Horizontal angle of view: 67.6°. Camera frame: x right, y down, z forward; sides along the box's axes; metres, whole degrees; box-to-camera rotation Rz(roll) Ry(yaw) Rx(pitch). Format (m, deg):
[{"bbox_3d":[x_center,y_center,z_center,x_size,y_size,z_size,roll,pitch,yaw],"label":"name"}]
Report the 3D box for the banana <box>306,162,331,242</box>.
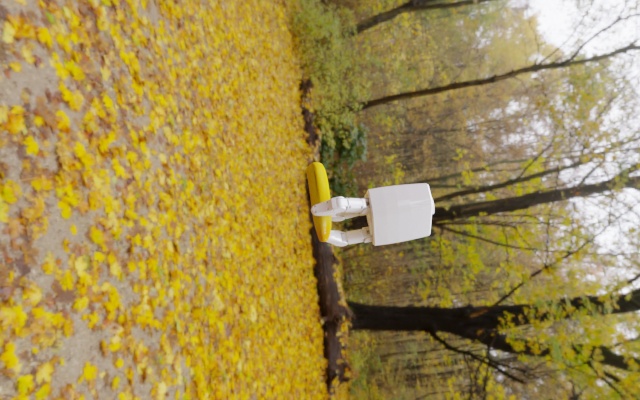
[{"bbox_3d":[-0.002,-0.013,0.880,0.037,0.070,0.197,-8,40,-1],"label":"banana"}]
